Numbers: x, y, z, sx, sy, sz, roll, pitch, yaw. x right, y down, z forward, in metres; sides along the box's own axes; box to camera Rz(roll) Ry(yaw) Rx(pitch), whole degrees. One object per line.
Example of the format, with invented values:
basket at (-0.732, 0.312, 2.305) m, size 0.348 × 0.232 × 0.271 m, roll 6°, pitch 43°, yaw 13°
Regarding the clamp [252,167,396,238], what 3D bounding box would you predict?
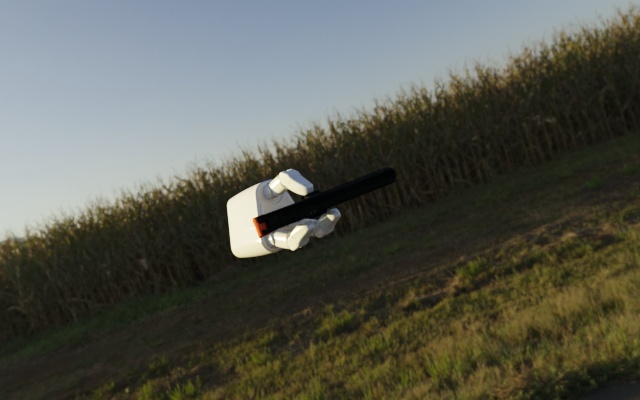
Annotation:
clamp at (-0.001, 0.002, 0.691) m, size 0.210 × 0.036 × 0.164 m, roll -22°, pitch 0°, yaw -41°
